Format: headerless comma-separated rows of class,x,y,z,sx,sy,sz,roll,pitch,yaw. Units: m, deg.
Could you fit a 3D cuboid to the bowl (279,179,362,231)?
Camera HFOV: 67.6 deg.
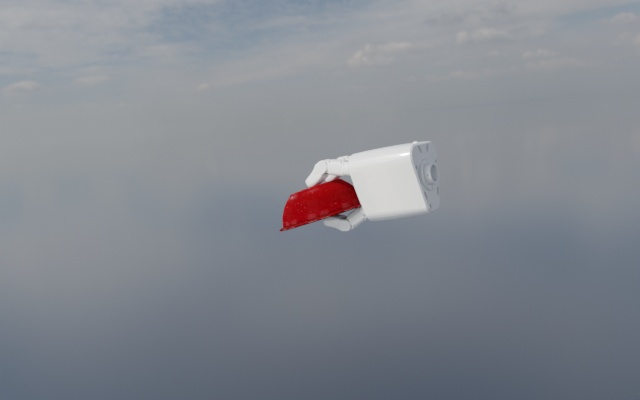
bowl,-0.001,0.003,0.811,0.162,0.055,0.162,-18,-1,0
